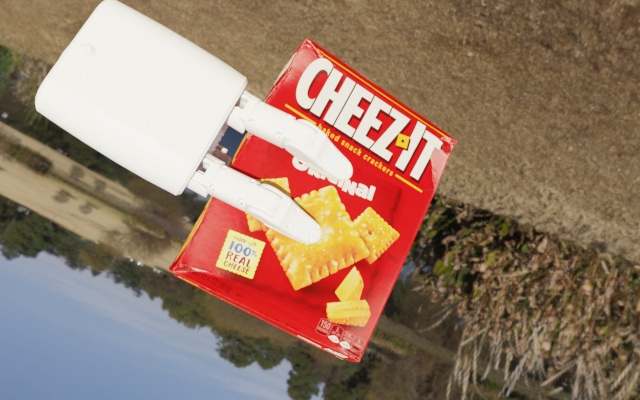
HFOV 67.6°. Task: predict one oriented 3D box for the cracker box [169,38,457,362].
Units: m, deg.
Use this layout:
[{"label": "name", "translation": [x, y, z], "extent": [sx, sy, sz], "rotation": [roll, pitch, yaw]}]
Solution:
[{"label": "cracker box", "translation": [0.000, 0.001, 0.403], "extent": [0.164, 0.213, 0.072], "rotation": [31, -15, -15]}]
